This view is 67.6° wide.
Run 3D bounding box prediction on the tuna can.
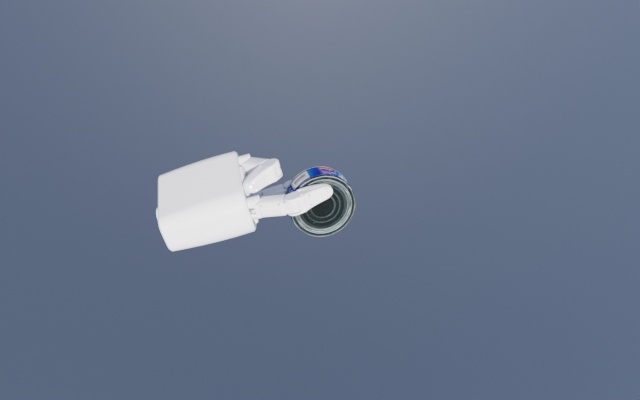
[{"bbox_3d":[0.000,0.002,0.604,0.086,0.086,0.033,0,23,-13],"label":"tuna can"}]
